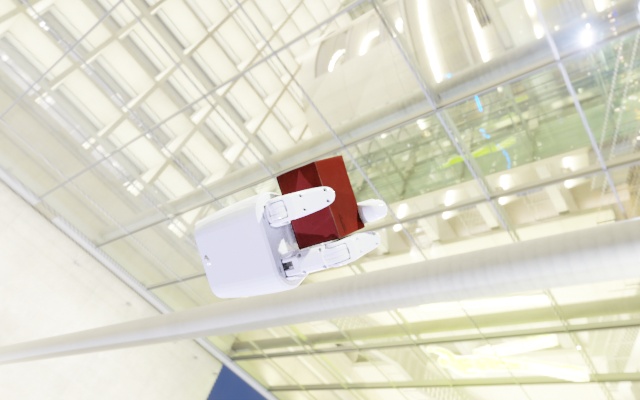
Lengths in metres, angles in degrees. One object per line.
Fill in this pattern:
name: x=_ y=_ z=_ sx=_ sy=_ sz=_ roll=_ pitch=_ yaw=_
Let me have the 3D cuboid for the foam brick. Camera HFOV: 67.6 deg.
foam brick: x=0.000 y=0.001 z=0.472 sx=0.051 sy=0.078 sz=0.053 roll=-18 pitch=-1 yaw=35
